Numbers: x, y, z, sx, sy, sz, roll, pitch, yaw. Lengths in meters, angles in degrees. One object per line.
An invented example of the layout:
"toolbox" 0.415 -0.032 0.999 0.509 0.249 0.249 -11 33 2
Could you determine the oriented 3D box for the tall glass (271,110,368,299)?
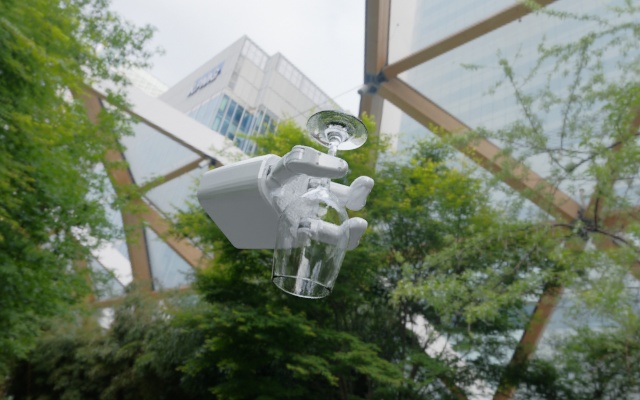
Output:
"tall glass" 0.000 0.001 0.523 0.079 0.201 0.079 10 -28 5
